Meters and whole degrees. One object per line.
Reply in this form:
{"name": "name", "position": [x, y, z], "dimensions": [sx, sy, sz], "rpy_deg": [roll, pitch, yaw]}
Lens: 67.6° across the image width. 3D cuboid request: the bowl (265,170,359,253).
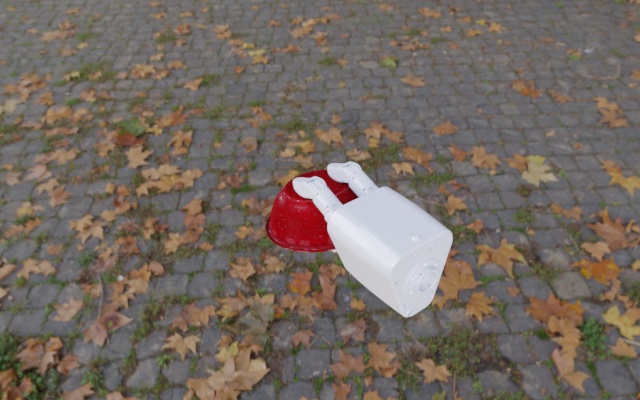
{"name": "bowl", "position": [-0.001, 0.001, 0.645], "dimensions": [0.162, 0.055, 0.162], "rpy_deg": [-8, 28, 4]}
